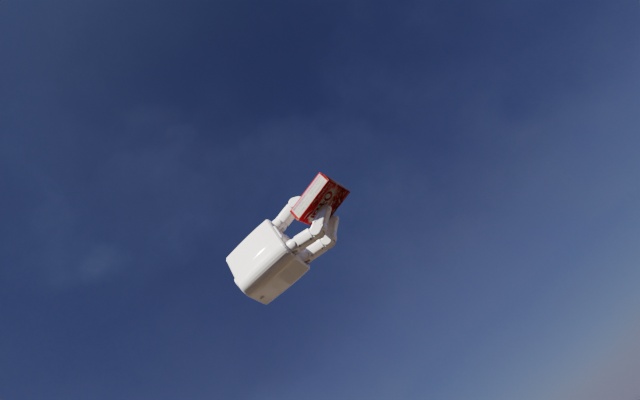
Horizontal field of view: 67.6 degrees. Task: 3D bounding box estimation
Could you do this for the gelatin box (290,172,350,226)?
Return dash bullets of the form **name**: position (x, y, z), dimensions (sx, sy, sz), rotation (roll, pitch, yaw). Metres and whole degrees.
- **gelatin box**: position (0.000, 0.002, 0.832), dimensions (0.030, 0.089, 0.073), rotation (44, 11, 36)
